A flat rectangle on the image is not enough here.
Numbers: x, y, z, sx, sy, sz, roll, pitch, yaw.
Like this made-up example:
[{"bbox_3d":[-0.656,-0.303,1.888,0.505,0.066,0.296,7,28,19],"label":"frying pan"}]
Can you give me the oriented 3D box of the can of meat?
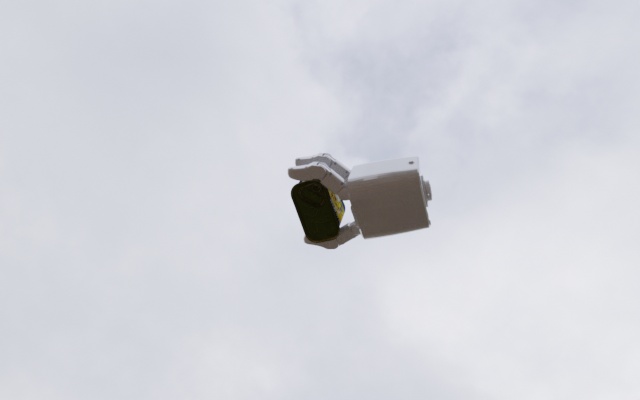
[{"bbox_3d":[0.000,0.002,0.759,0.057,0.102,0.084,-14,19,17],"label":"can of meat"}]
